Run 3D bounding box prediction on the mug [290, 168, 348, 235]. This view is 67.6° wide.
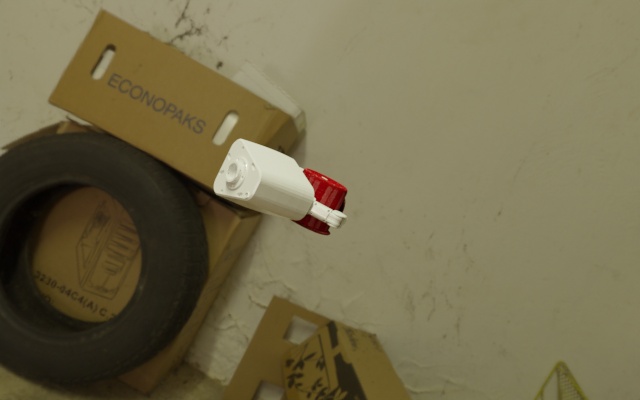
[{"bbox_3d":[0.001,0.003,0.791,0.117,0.081,0.093,20,10,-44],"label":"mug"}]
